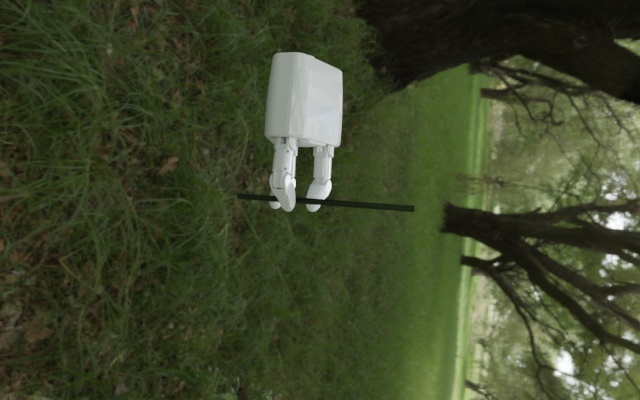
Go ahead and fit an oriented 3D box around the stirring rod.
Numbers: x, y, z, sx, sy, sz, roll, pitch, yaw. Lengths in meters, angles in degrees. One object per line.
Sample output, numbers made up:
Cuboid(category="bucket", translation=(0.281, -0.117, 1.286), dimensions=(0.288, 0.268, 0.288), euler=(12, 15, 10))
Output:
Cuboid(category="stirring rod", translation=(0.000, 0.002, 0.620), dimensions=(0.239, 0.011, 0.011), euler=(4, 1, 19))
